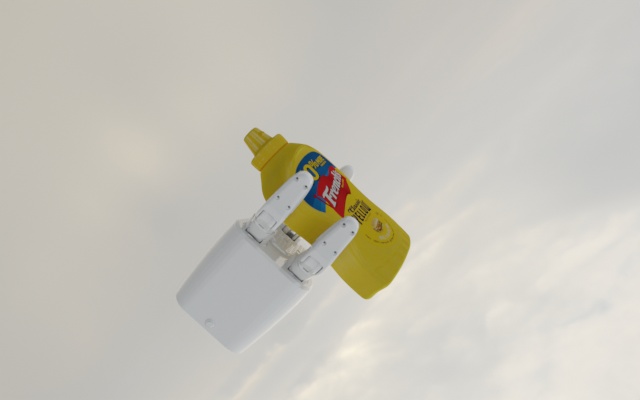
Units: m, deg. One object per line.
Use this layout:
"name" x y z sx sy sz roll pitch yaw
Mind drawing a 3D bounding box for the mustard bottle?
"mustard bottle" 0.000 0.001 0.467 0.058 0.191 0.096 -44 4 37
